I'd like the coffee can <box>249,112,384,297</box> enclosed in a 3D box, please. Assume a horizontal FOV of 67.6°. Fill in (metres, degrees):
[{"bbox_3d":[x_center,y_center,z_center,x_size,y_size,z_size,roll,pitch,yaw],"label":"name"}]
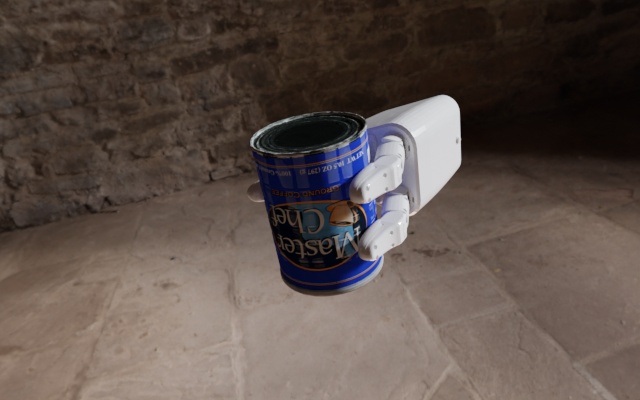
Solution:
[{"bbox_3d":[0.000,0.002,0.441,0.103,0.140,0.102,-8,27,4],"label":"coffee can"}]
